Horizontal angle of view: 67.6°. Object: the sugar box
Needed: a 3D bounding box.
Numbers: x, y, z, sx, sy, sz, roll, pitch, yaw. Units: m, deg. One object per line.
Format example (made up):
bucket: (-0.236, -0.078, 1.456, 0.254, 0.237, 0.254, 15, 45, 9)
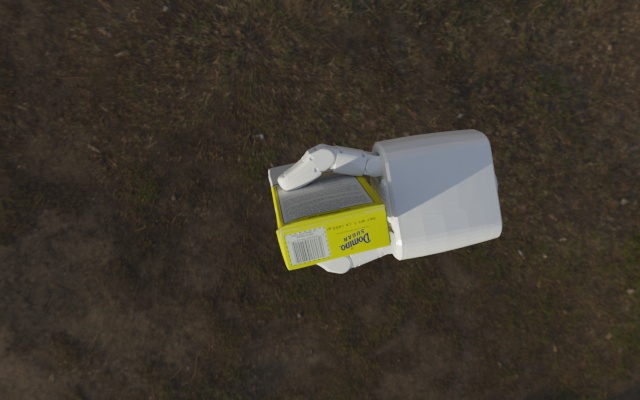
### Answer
sugar box: (0.000, 0.002, 0.474, 0.093, 0.048, 0.176, -12, 19, -4)
